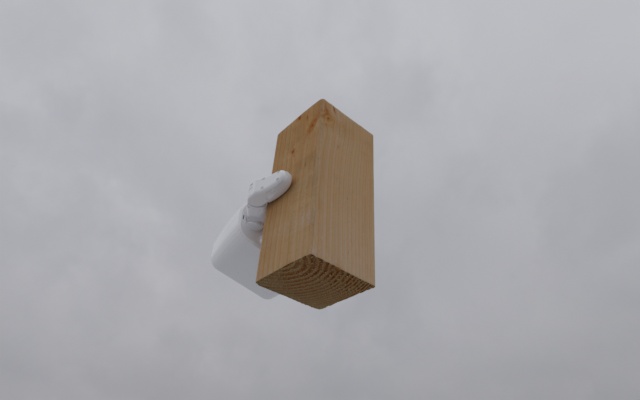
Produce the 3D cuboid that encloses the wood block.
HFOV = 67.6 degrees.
[{"bbox_3d":[0.000,0.002,0.536,0.091,0.206,0.090,29,-43,-31],"label":"wood block"}]
